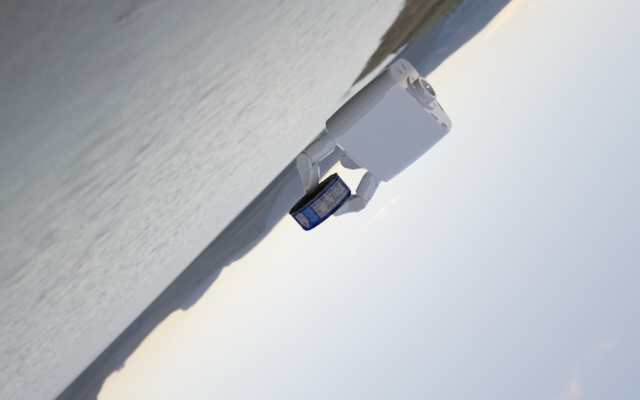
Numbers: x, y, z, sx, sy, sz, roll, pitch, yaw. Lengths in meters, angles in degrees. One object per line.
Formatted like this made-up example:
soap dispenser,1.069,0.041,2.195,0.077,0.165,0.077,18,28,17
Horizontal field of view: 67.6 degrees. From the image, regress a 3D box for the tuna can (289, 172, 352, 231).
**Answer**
tuna can,0.000,0.003,0.640,0.086,0.034,0.086,-40,8,7
